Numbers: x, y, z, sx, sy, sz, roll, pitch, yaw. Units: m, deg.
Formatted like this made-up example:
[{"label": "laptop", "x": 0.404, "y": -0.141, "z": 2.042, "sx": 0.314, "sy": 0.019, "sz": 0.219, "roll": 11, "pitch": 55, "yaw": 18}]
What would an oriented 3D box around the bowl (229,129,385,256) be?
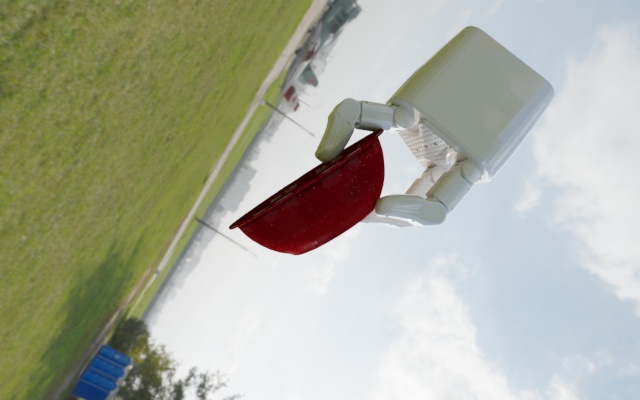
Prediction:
[{"label": "bowl", "x": -0.001, "y": 0.002, "z": 0.428, "sx": 0.162, "sy": 0.055, "sz": 0.162, "roll": -32, "pitch": 6, "yaw": 4}]
